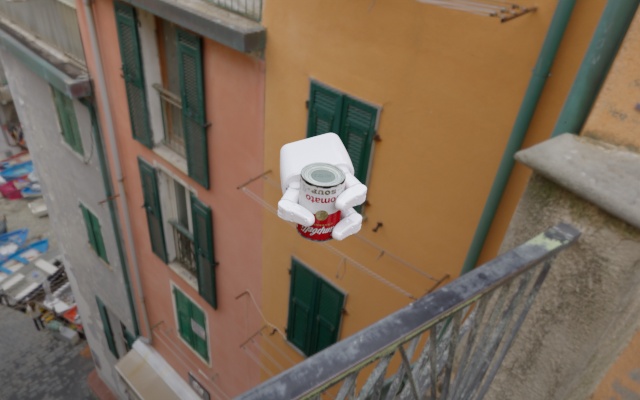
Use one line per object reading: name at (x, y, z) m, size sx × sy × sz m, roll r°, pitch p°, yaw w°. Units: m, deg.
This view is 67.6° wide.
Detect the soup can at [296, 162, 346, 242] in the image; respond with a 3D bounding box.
soup can at (0.000, 0.002, 0.718) m, size 0.068 × 0.102 × 0.068 m, roll 4°, pitch 35°, yaw -3°
